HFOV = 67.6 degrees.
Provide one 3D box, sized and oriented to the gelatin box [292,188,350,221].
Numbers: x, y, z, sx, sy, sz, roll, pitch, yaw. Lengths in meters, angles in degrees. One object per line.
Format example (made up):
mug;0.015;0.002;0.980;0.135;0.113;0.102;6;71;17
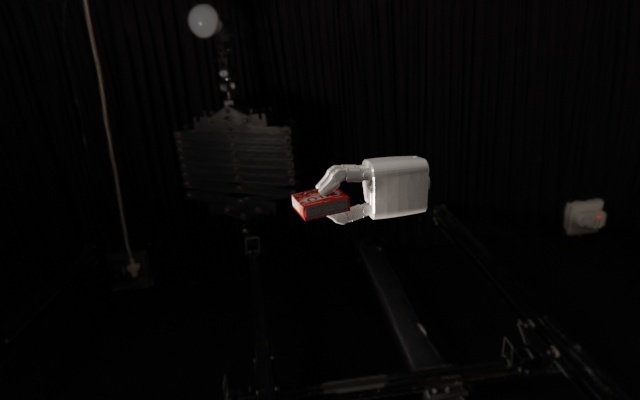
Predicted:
gelatin box;0.000;0.003;0.871;0.089;0.030;0.073;-13;23;-16
